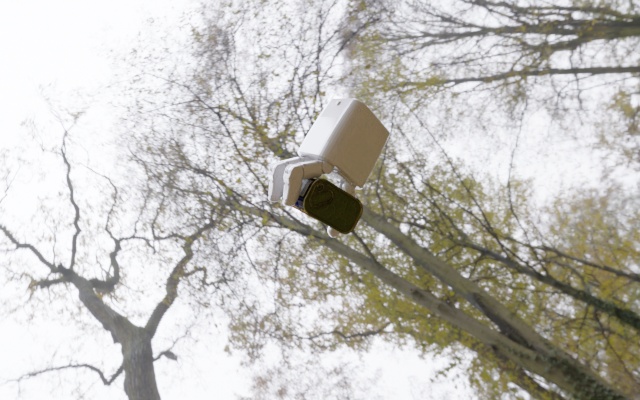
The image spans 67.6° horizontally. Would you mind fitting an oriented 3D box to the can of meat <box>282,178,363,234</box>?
[{"bbox_3d":[0.000,0.002,0.734,0.102,0.057,0.084,31,-6,-32],"label":"can of meat"}]
